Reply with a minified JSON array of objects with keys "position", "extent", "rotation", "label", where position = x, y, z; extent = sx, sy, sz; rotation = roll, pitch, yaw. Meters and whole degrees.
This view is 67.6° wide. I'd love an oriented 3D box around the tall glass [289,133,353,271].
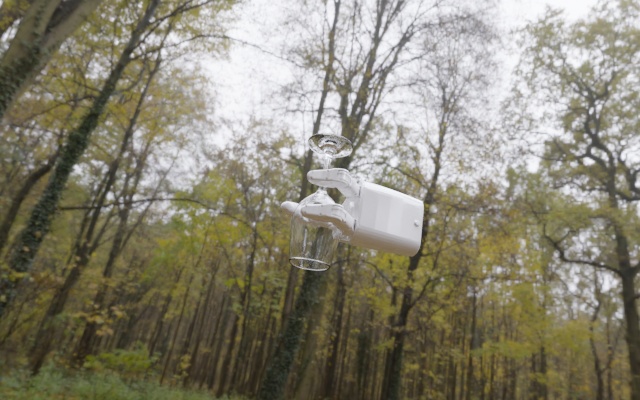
[{"position":[0.000,0.002,0.727],"extent":[0.079,0.201,0.079],"rotation":[9,-22,4],"label":"tall glass"}]
